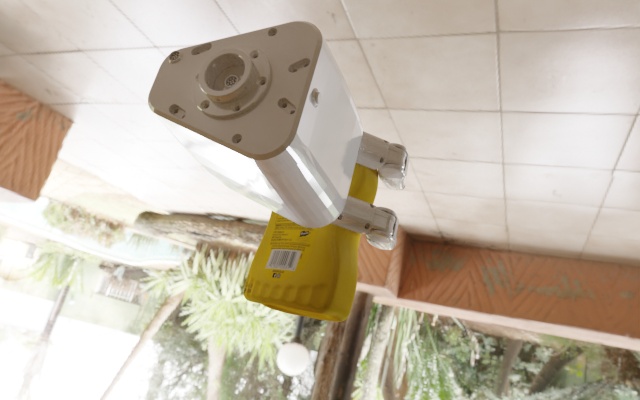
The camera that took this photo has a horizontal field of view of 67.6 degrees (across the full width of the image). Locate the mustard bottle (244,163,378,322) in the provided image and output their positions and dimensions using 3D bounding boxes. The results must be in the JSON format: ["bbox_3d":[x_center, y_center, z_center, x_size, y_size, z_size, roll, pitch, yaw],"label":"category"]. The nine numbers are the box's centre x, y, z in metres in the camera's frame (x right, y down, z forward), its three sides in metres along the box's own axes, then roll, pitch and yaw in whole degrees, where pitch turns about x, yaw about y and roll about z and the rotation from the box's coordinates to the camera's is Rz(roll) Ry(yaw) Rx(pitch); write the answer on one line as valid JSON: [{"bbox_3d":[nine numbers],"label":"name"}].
[{"bbox_3d":[0.000,0.002,0.413,0.096,0.191,0.058,-2,-24,41],"label":"mustard bottle"}]
